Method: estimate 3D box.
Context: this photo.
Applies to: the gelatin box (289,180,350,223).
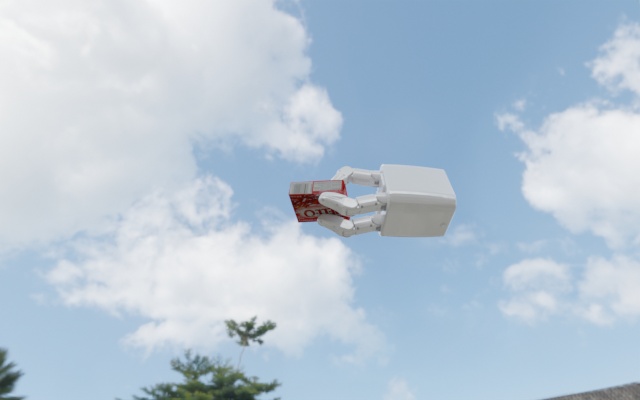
[{"bbox_3d":[0.000,0.002,0.765,0.089,0.030,0.073,-2,-39,11],"label":"gelatin box"}]
